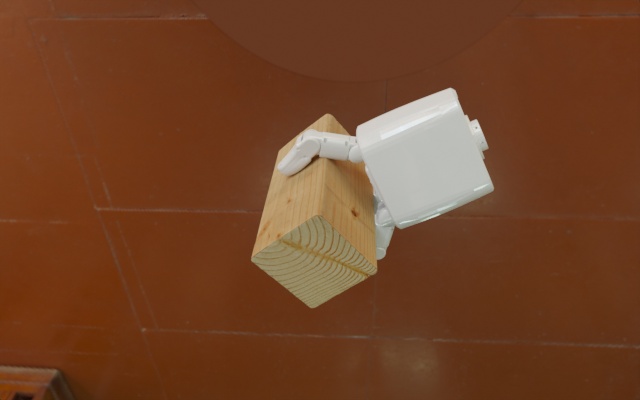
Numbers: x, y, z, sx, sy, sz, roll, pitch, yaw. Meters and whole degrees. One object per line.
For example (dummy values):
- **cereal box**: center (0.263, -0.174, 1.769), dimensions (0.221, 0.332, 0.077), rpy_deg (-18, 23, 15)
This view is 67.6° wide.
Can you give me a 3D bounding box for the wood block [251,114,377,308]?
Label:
- **wood block**: center (0.000, 0.001, 0.537), dimensions (0.090, 0.091, 0.206), rpy_deg (-34, 27, 25)
